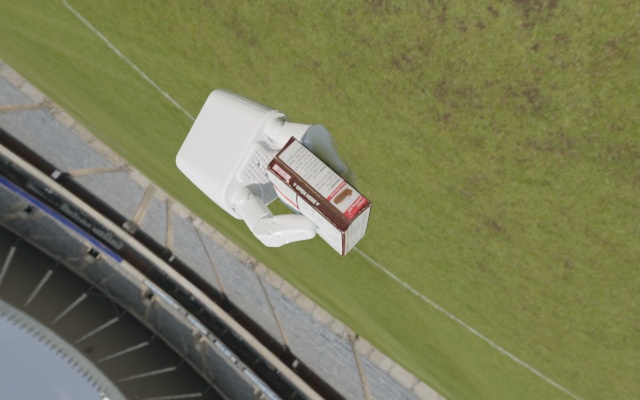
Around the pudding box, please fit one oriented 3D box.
[{"bbox_3d":[0.000,0.002,0.435,0.090,0.039,0.113,40,-9,12],"label":"pudding box"}]
